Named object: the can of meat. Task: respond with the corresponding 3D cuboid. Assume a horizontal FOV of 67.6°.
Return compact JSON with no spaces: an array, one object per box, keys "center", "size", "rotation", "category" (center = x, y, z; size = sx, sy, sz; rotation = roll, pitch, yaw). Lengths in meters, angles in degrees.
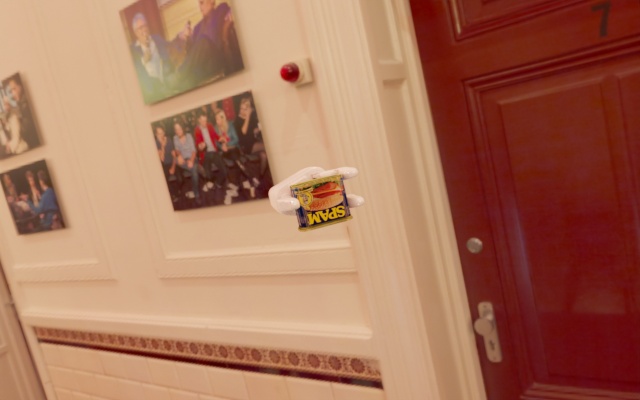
[{"center":[0.000,0.003,0.870],"size":[0.102,0.084,0.057],"rotation":[-14,7,-10],"category":"can of meat"}]
